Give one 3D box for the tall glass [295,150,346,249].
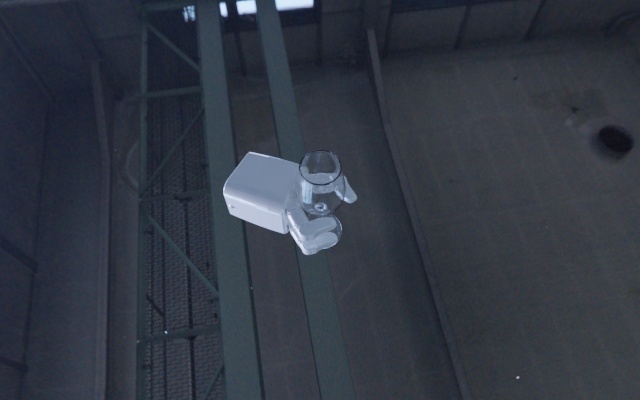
[{"bbox_3d":[0.000,0.003,0.769,0.079,0.079,0.201,0,-30,0],"label":"tall glass"}]
